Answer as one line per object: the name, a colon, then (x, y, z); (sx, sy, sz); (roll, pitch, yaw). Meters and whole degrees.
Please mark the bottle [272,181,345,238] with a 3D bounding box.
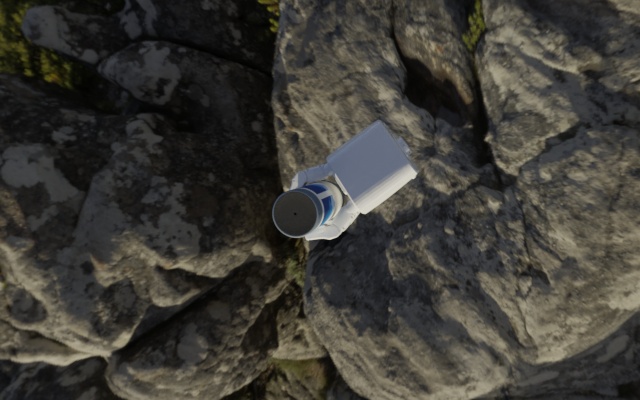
bottle: (0.000, 0.003, 0.794); (0.069, 0.069, 0.295); (0, 6, 14)
